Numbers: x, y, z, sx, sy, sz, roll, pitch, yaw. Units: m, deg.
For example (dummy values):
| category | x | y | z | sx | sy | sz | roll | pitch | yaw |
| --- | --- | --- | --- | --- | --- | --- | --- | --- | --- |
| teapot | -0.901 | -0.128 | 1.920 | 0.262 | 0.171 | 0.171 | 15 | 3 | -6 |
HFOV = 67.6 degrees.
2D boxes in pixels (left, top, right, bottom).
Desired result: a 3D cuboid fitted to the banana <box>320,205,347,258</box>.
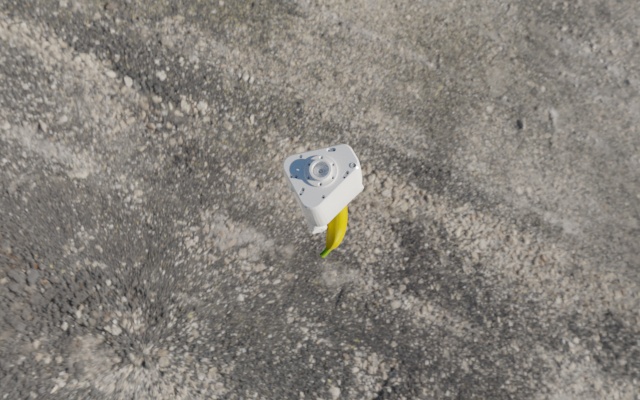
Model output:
| category | x | y | z | sx | sy | sz | roll | pitch | yaw |
| --- | --- | --- | --- | --- | --- | --- | --- | --- | --- |
| banana | 0.017 | 0.003 | 0.888 | 0.069 | 0.197 | 0.037 | -12 | -16 | 28 |
